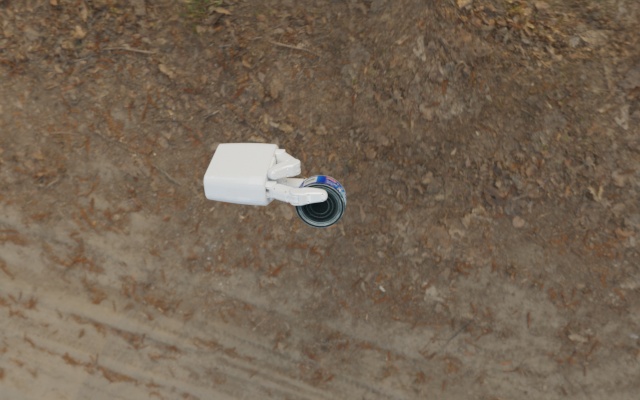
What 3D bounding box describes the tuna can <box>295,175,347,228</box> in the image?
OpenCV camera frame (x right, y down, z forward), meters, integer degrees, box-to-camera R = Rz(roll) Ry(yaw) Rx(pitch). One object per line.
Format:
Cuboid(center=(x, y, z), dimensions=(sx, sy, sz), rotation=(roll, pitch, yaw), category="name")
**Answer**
Cuboid(center=(0.000, 0.003, 0.800), dimensions=(0.086, 0.086, 0.033), rotation=(0, 26, 7), category="tuna can")
